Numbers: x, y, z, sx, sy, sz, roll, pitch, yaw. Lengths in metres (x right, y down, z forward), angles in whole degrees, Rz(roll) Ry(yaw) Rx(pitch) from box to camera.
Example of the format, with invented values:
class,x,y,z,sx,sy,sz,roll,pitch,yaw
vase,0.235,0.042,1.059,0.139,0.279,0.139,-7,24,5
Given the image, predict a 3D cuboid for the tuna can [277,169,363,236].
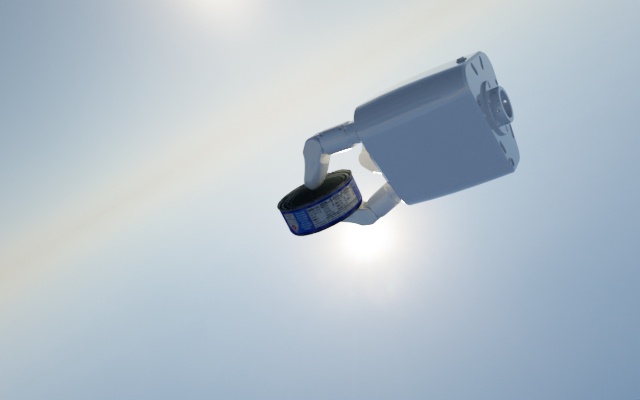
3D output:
class,x,y,z,sx,sy,sz,roll,pitch,yaw
tuna can,0.000,0.002,0.498,0.086,0.034,0.086,-24,15,7
